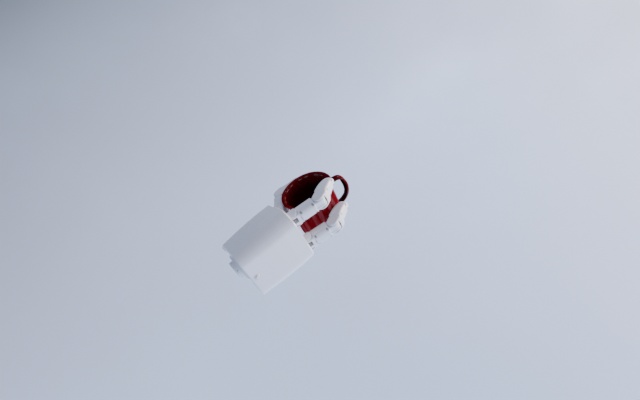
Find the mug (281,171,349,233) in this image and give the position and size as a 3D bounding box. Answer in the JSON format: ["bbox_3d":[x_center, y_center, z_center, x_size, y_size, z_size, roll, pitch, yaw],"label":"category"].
[{"bbox_3d":[0.001,0.002,0.832,0.117,0.081,0.093,-38,38,-12],"label":"mug"}]
